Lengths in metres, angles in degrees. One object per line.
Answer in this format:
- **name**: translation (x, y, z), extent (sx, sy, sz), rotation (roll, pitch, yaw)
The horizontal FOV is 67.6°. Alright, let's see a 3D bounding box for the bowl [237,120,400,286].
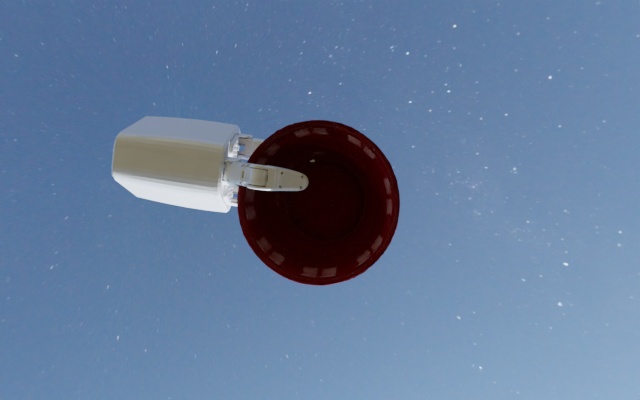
- **bowl**: translation (0.001, 0.002, 0.489), extent (0.162, 0.162, 0.055), rotation (0, 3, 10)
